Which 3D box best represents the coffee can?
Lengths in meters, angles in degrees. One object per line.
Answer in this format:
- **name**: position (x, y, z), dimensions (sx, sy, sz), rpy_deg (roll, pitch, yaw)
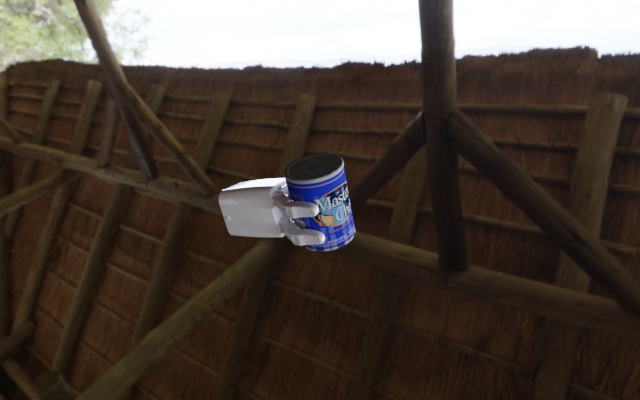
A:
- **coffee can**: position (0.000, 0.003, 0.831), dimensions (0.103, 0.140, 0.102), rpy_deg (-9, 28, 5)
